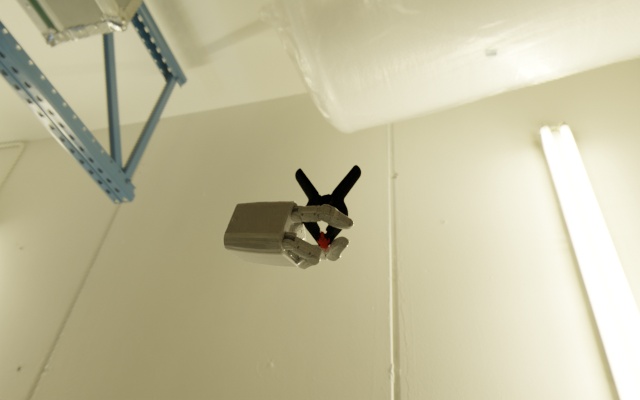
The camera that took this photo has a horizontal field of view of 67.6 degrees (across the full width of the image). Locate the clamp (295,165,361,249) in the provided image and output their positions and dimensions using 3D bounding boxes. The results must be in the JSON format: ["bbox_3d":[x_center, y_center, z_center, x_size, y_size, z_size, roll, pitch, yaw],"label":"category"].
[{"bbox_3d":[0.000,0.003,0.831,0.120,0.171,0.039,0,-40,19],"label":"clamp"}]
